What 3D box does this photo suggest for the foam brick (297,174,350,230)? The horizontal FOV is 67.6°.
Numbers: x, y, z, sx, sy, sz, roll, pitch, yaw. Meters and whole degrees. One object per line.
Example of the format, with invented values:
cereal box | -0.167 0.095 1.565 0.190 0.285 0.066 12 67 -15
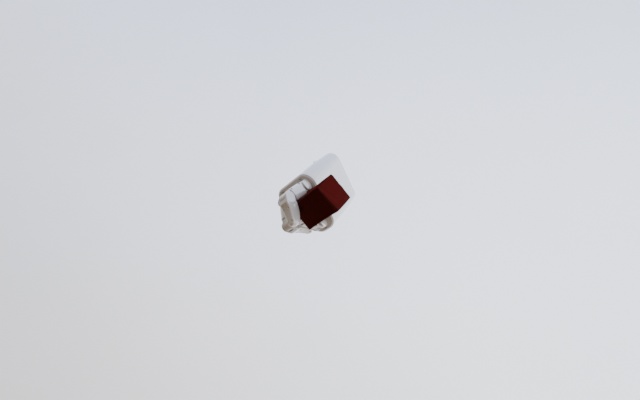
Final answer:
foam brick | 0.000 0.003 0.801 0.078 0.053 0.051 -35 6 42
